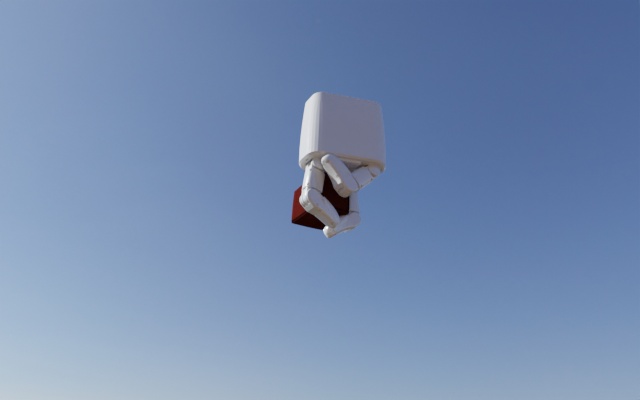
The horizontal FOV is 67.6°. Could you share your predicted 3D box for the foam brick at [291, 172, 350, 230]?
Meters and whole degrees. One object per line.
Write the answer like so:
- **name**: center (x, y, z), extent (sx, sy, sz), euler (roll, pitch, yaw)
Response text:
- **foam brick**: center (0.000, 0.002, 0.679), extent (0.053, 0.051, 0.078), euler (16, -30, -27)
